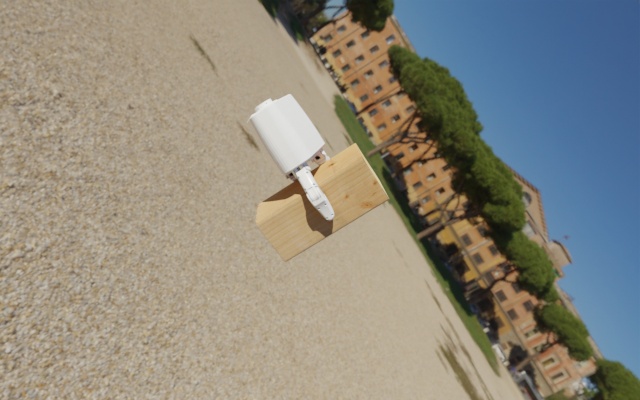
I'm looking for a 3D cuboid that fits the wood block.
[{"bbox_3d":[0.000,0.002,0.818,0.206,0.090,0.090,-32,20,9],"label":"wood block"}]
